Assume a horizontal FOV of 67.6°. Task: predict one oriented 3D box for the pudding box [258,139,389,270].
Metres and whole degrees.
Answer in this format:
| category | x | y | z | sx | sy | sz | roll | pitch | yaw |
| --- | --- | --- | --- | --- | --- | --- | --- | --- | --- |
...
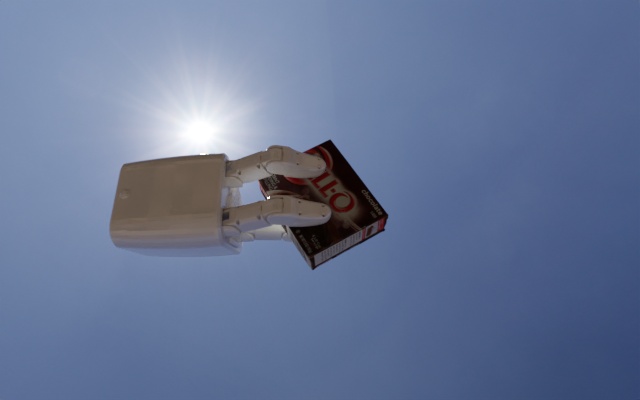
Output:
| category | x | y | z | sx | sy | sz | roll | pitch | yaw |
| --- | --- | --- | --- | --- | --- | --- | --- | --- | --- |
| pudding box | 0.000 | 0.002 | 0.485 | 0.090 | 0.113 | 0.039 | -28 | -26 | -14 |
